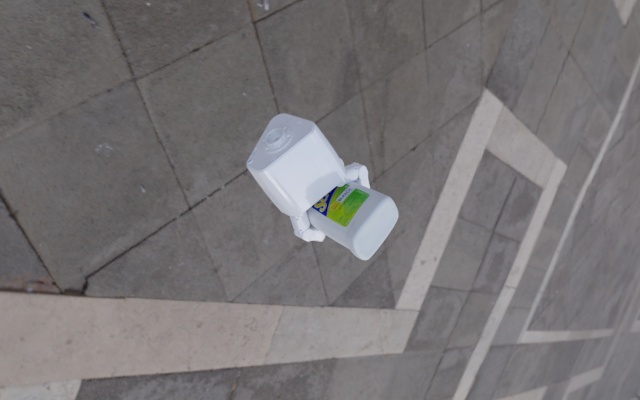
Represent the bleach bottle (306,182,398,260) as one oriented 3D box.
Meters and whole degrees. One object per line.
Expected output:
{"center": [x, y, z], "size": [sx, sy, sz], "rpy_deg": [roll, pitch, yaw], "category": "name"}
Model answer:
{"center": [0.000, 0.003, 0.781], "size": [0.250, 0.102, 0.068], "rpy_deg": [24, -22, 42], "category": "bleach bottle"}
